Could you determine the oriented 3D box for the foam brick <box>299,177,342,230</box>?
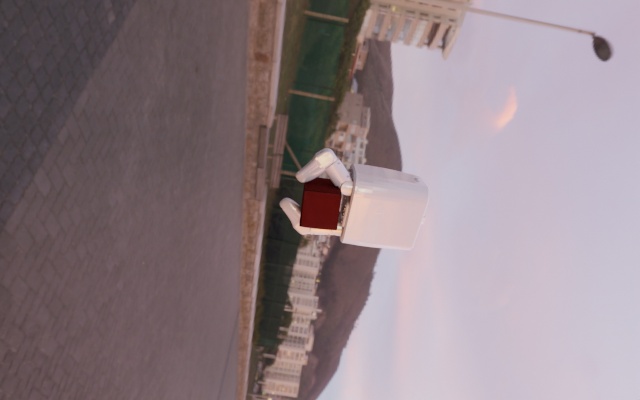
[{"bbox_3d":[0.000,0.002,0.660,0.051,0.053,0.078,8,18,-2],"label":"foam brick"}]
